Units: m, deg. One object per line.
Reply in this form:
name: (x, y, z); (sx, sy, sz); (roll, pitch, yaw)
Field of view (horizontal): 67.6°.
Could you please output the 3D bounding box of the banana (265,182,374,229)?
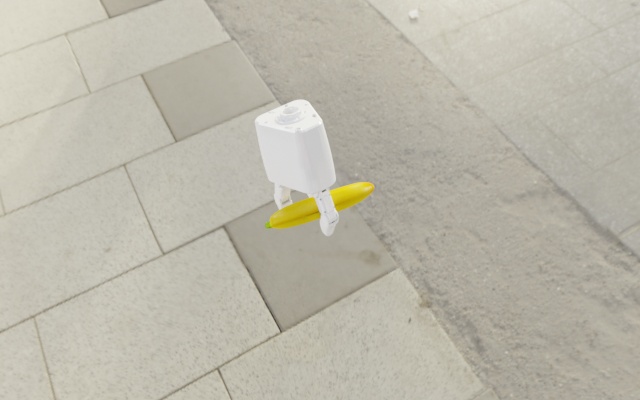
banana: (-0.002, 0.007, 0.787); (0.198, 0.037, 0.069); (-18, 11, -1)
